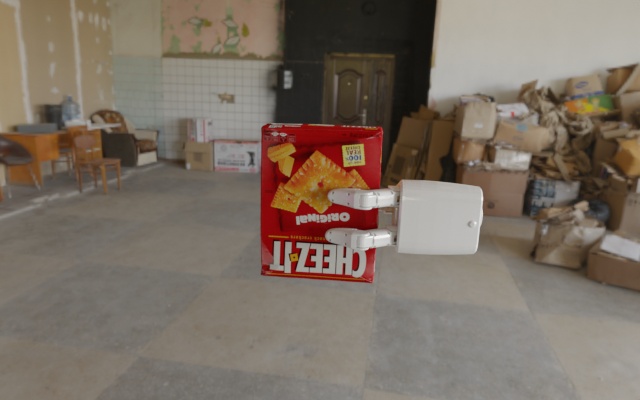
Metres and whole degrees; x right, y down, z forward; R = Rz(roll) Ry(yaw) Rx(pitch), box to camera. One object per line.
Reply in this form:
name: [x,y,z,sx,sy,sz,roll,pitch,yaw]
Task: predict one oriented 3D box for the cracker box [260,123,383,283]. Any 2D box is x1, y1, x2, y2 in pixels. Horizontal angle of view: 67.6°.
cracker box: [0.000,0.002,0.671,0.164,0.214,0.072,3,13,5]
